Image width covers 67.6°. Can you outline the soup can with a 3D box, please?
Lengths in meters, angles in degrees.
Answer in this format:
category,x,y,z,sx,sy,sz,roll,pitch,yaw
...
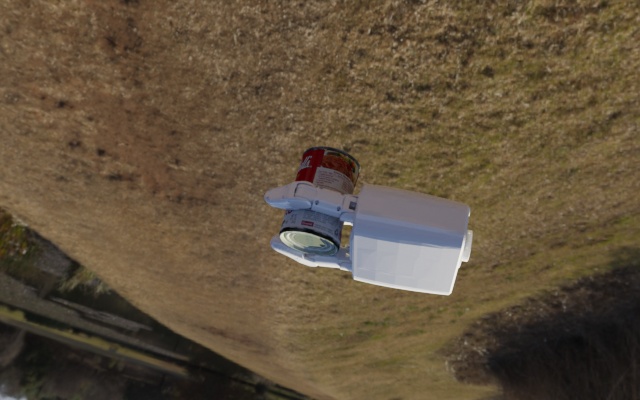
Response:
category,x,y,z,sx,sy,sz,roll,pitch,yaw
soup can,0.000,0.002,0.523,0.068,0.102,0.068,13,-25,6
